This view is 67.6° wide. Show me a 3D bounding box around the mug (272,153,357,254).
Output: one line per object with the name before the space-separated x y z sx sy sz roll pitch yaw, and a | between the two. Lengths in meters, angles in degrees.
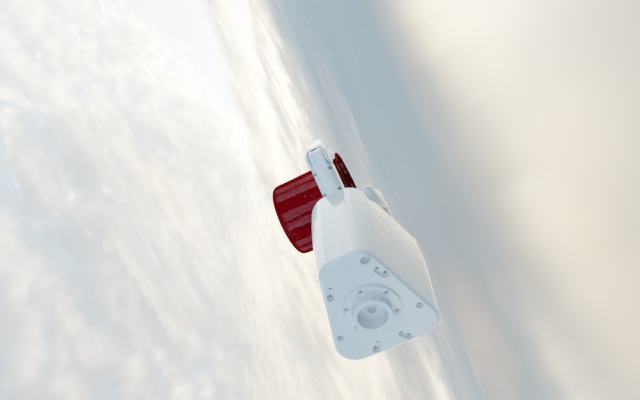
mug | 0.000 0.001 0.531 0.081 0.093 0.117 -24 23 10
